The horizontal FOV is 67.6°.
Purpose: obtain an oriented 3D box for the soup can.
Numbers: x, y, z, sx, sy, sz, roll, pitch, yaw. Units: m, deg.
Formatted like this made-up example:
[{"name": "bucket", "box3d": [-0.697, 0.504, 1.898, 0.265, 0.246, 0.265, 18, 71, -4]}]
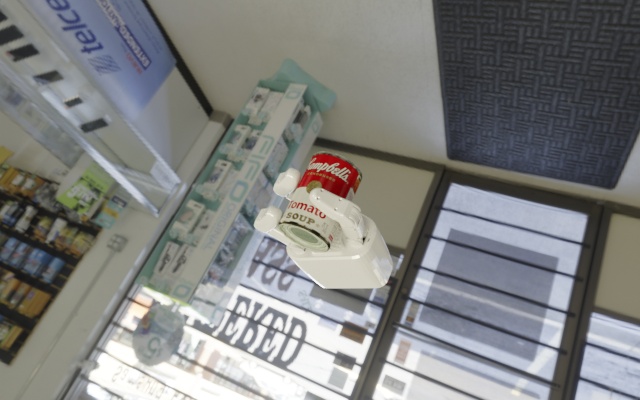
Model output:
[{"name": "soup can", "box3d": [0.000, 0.002, 0.571, 0.068, 0.102, 0.068, 22, -23, 10]}]
